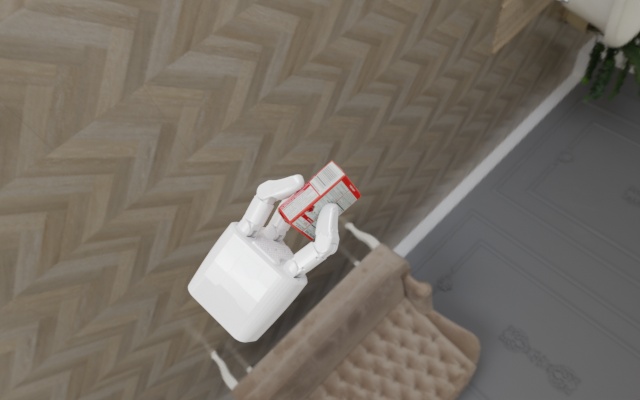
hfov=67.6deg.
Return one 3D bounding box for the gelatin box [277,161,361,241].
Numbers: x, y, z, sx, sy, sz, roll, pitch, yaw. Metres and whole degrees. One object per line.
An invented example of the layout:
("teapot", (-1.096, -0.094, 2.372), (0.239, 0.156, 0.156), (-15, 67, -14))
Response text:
("gelatin box", (0.001, 0.002, 0.581), (0.089, 0.030, 0.073), (-41, -28, 3))
